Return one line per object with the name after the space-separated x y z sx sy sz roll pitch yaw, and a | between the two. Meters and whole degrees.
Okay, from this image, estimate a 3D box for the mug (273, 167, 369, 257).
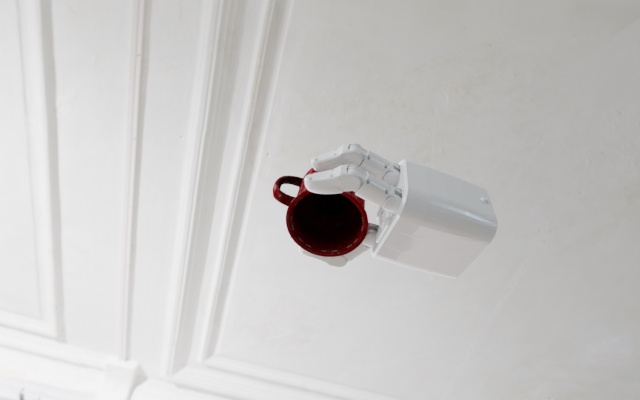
-0.001 0.001 0.565 0.117 0.093 0.081 19 31 -4 | mug
